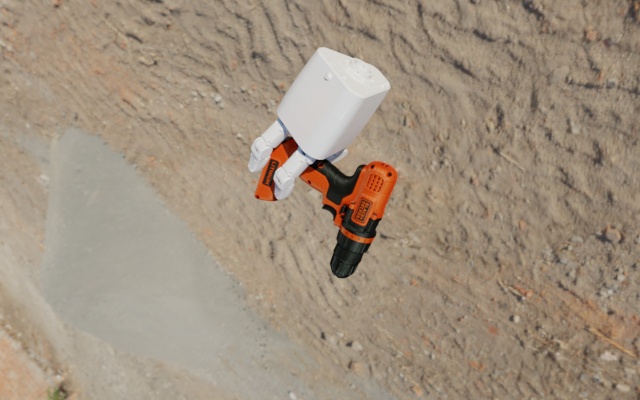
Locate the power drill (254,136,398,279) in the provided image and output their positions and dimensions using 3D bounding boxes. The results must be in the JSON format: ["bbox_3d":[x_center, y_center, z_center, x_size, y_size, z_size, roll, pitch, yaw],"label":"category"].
[{"bbox_3d":[0.000,0.002,0.697,0.187,0.184,0.057,26,19,13],"label":"power drill"}]
